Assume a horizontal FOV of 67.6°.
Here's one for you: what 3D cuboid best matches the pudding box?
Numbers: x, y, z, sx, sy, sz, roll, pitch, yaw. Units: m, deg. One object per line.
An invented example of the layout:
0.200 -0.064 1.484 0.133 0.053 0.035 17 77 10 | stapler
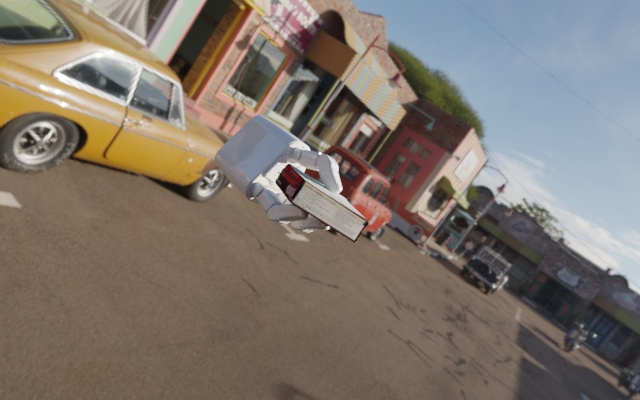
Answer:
0.000 0.002 0.640 0.113 0.039 0.090 31 8 -24 | pudding box
